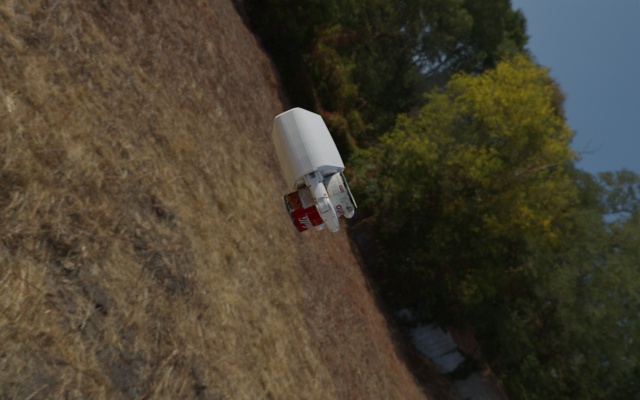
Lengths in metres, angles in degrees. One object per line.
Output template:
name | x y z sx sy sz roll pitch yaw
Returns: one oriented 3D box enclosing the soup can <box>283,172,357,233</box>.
soup can | 0.001 0.003 0.776 0.102 0.068 0.068 -23 -2 5
